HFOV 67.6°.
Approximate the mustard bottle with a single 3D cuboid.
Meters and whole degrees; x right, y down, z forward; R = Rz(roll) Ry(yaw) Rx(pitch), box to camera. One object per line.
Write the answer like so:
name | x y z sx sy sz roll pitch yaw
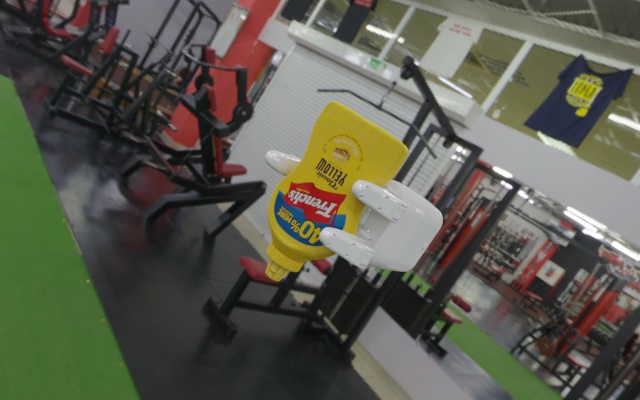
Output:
mustard bottle | 0.000 0.001 0.494 0.096 0.191 0.058 35 9 16
